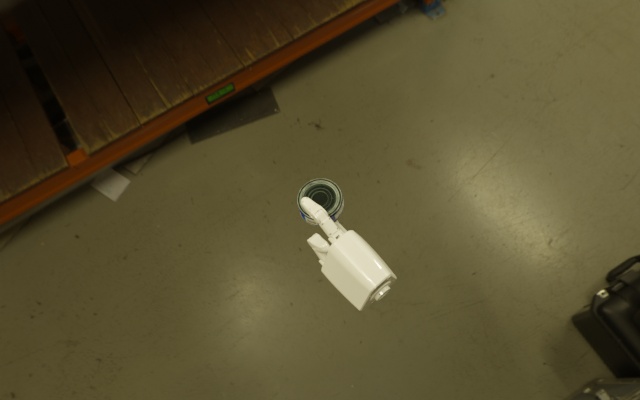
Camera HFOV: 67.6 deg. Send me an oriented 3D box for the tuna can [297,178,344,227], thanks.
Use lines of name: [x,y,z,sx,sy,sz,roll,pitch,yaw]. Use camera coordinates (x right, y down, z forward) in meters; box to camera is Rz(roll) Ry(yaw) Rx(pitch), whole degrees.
tuna can: [0.000,0.003,0.882,0.086,0.086,0.034,0,-25,8]
